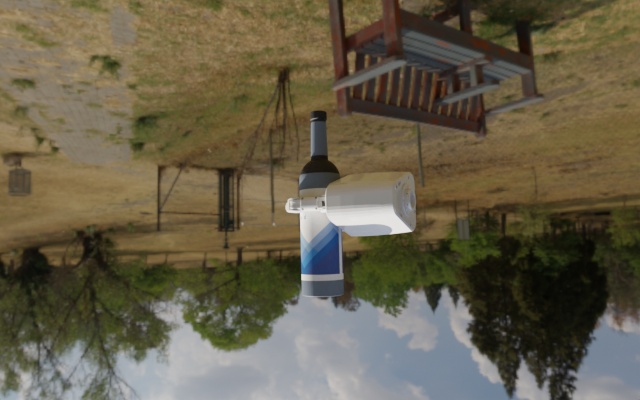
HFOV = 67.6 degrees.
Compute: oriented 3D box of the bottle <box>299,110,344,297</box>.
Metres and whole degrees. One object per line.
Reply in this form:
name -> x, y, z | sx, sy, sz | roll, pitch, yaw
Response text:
bottle -> 0.000, 0.003, 0.768 | 0.069, 0.295, 0.069 | -1, -5, 0
